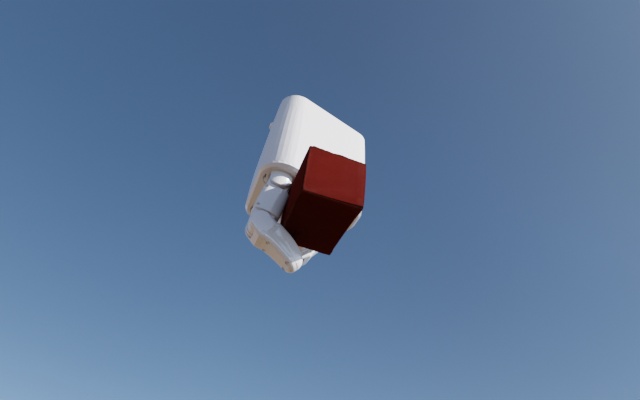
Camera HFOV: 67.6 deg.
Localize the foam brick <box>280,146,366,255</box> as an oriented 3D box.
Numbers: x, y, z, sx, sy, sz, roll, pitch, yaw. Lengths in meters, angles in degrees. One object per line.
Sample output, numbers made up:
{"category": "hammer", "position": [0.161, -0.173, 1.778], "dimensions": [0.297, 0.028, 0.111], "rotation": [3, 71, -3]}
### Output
{"category": "foam brick", "position": [0.000, 0.001, 0.410], "dimensions": [0.053, 0.051, 0.078], "rotation": [18, -39, -11]}
